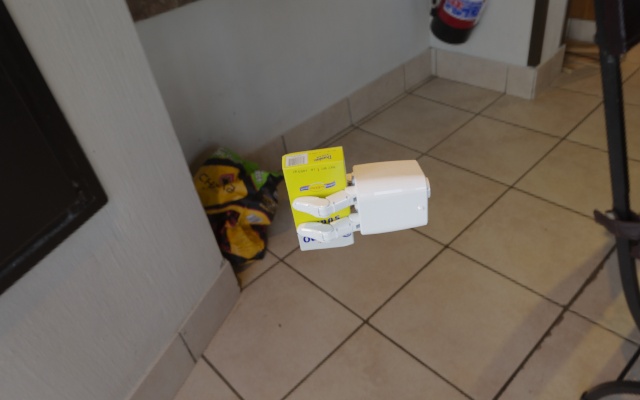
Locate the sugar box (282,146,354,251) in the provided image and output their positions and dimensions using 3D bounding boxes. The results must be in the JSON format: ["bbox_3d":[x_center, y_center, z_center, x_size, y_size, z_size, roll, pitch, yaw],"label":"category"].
[{"bbox_3d":[0.000,0.003,0.759,0.093,0.176,0.048,-7,38,4],"label":"sugar box"}]
